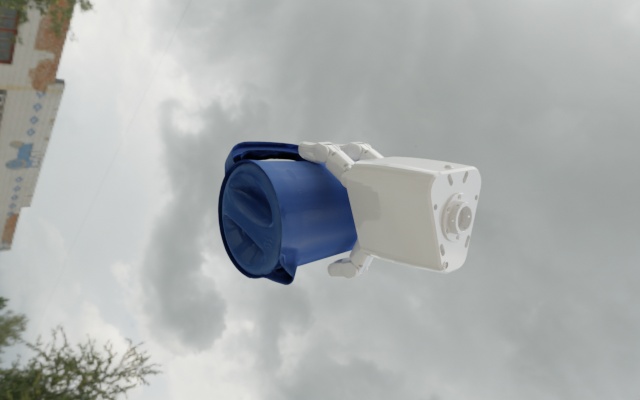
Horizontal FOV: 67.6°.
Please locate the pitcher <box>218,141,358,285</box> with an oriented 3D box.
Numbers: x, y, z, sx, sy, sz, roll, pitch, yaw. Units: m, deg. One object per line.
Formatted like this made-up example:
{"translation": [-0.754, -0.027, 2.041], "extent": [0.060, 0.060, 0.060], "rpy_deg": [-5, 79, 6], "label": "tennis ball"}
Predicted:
{"translation": [0.000, 0.002, 0.606], "extent": [0.243, 0.149, 0.145], "rpy_deg": [-7, 13, -41], "label": "pitcher"}
